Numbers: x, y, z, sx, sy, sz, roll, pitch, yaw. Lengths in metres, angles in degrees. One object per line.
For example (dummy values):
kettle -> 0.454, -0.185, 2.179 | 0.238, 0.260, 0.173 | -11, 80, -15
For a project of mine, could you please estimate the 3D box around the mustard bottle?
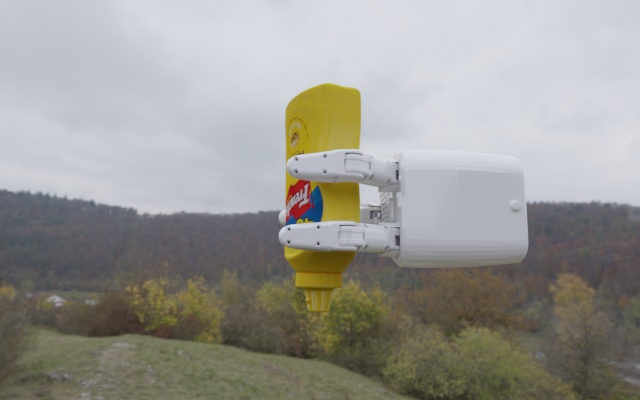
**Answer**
mustard bottle -> 0.000, 0.001, 0.426 | 0.058, 0.191, 0.096 | 5, -10, -28
